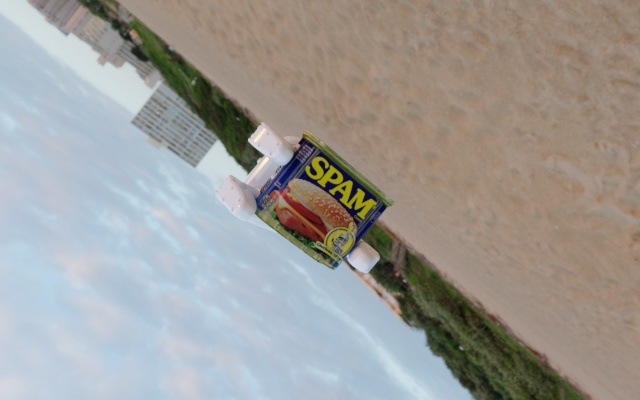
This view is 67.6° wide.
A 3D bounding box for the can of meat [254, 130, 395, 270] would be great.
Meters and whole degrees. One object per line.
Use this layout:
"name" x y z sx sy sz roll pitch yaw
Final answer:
"can of meat" 0.000 0.002 0.429 0.102 0.084 0.057 39 3 -15
